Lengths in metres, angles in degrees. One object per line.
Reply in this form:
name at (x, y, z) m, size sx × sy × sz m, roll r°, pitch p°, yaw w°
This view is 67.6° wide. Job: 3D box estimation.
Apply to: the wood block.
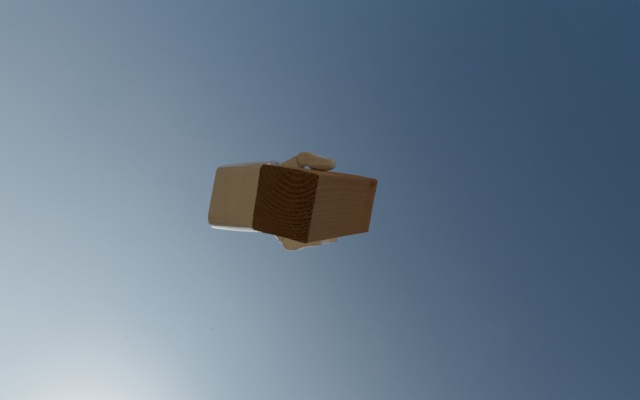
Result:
wood block at (0.000, 0.002, 0.701) m, size 0.090 × 0.091 × 0.206 m, roll 12°, pitch 6°, yaw 27°
